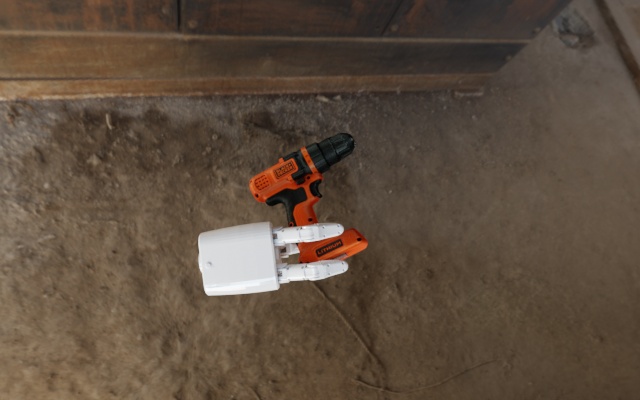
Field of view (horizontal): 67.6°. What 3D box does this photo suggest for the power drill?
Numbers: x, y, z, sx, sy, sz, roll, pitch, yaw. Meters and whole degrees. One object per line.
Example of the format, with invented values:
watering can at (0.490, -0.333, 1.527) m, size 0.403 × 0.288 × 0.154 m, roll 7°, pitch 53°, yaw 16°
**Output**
power drill at (0.000, 0.003, 0.744) m, size 0.184 × 0.187 × 0.057 m, roll -28°, pitch -20°, yaw 6°
